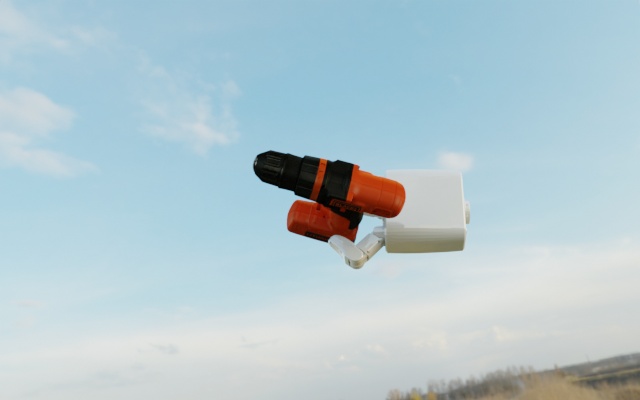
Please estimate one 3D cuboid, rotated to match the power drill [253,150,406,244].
[{"bbox_3d":[0.000,0.002,0.628,0.184,0.057,0.188,16,-19,-3],"label":"power drill"}]
